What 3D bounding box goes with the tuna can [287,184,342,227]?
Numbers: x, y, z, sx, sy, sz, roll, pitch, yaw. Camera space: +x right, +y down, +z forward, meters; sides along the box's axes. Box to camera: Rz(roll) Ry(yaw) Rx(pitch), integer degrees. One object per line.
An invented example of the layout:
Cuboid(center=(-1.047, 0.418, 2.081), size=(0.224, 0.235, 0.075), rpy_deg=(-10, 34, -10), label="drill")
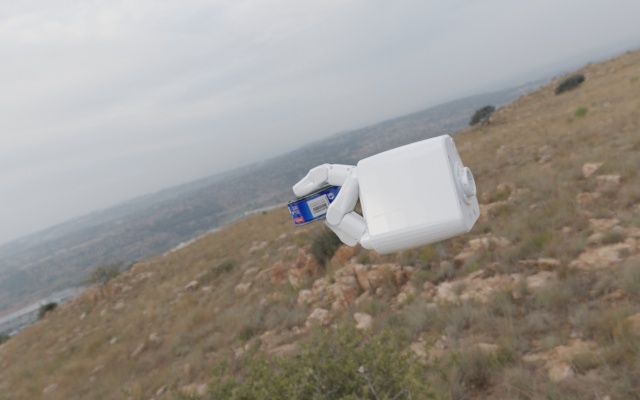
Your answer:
Cuboid(center=(0.000, 0.002, 0.632), size=(0.086, 0.034, 0.086), rpy_deg=(-23, 5, 2), label="tuna can")
